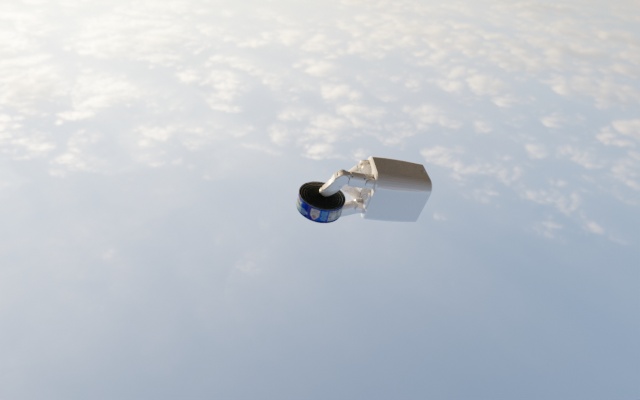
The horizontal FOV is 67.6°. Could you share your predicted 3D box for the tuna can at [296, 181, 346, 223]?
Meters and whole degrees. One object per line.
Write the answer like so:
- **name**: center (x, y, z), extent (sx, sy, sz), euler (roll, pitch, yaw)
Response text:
- **tuna can**: center (0.000, 0.003, 0.861), extent (0.086, 0.034, 0.086), euler (10, 34, -7)
